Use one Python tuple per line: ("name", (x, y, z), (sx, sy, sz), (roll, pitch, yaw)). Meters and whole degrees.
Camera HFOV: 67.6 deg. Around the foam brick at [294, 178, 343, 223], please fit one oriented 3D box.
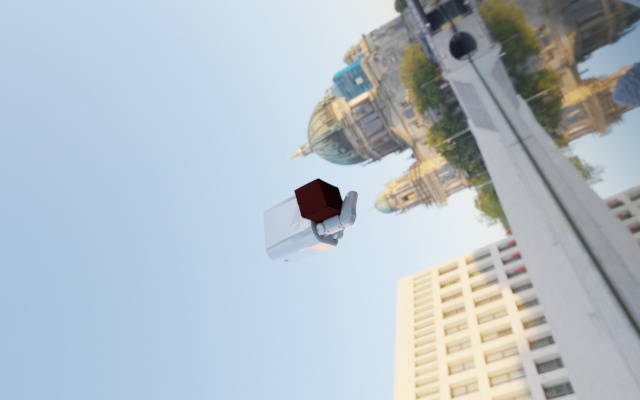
("foam brick", (0.000, 0.002, 0.805), (0.051, 0.053, 0.078), (-24, -21, 21))
